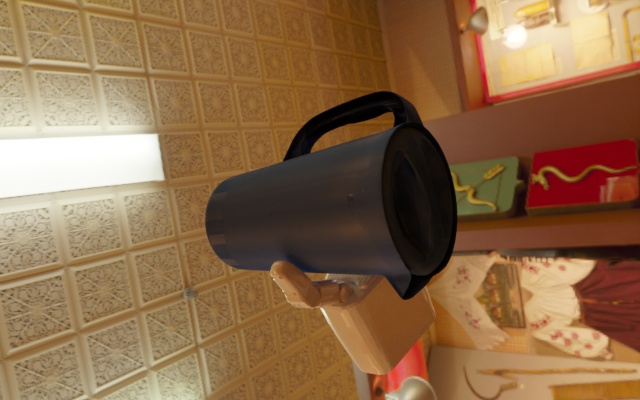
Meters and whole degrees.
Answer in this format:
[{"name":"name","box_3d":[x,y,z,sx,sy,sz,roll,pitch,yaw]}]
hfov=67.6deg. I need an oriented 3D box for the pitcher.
[{"name":"pitcher","box_3d":[0.000,0.002,0.476,0.243,0.145,0.149,-8,32,39]}]
